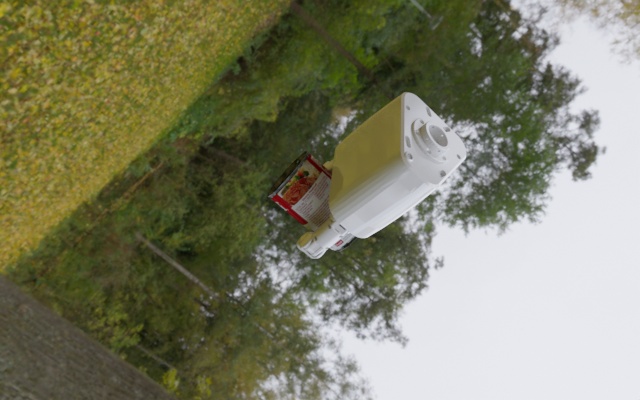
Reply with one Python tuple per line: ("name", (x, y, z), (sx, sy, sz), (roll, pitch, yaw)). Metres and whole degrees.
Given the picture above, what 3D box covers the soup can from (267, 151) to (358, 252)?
("soup can", (0.000, 0.002, 0.545), (0.102, 0.068, 0.068), (41, -10, -12))
